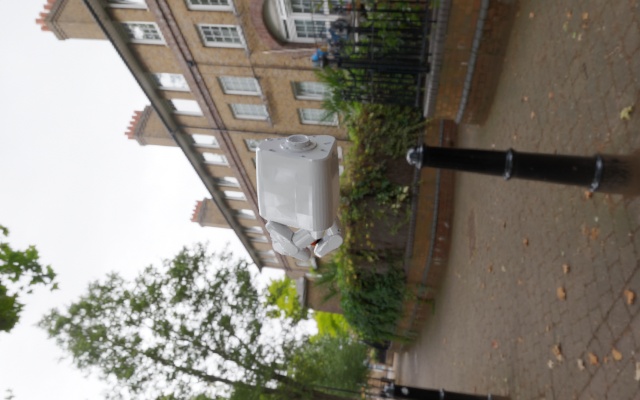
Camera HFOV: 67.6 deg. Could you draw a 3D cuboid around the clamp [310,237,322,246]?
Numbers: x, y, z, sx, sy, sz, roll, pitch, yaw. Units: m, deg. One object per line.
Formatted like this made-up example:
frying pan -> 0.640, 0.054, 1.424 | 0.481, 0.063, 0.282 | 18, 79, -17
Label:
clamp -> -0.001, 0.003, 0.772 | 0.039, 0.120, 0.171 | 3, 28, 11
